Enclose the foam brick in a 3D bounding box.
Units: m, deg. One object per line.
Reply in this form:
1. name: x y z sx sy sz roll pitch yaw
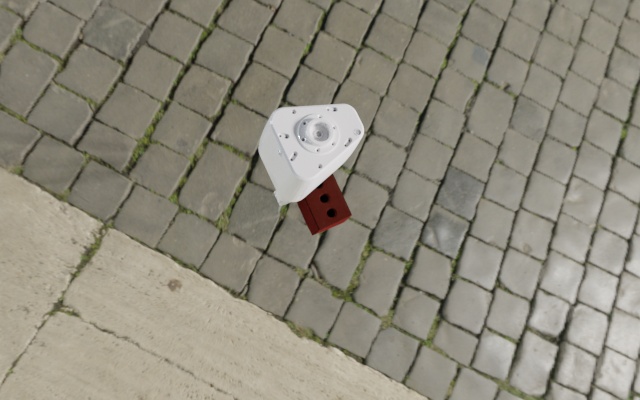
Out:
1. foam brick: 0.000 0.002 0.671 0.053 0.078 0.051 -24 -6 -17
